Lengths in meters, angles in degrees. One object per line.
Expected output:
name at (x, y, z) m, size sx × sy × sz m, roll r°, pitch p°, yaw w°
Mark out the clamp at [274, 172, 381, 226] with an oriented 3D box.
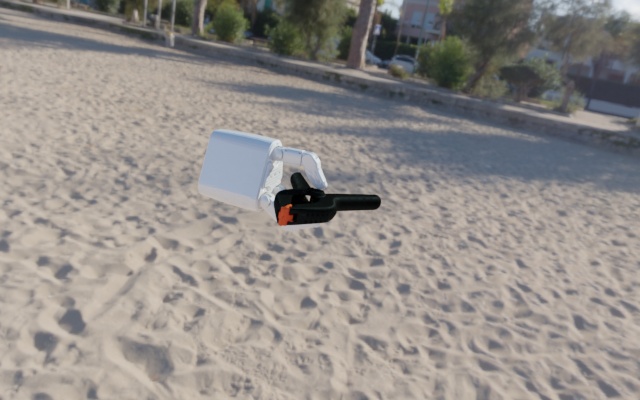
clamp at (0.000, 0.002, 0.731) m, size 0.164 × 0.036 × 0.210 m, roll 14°, pitch 17°, yaw 13°
